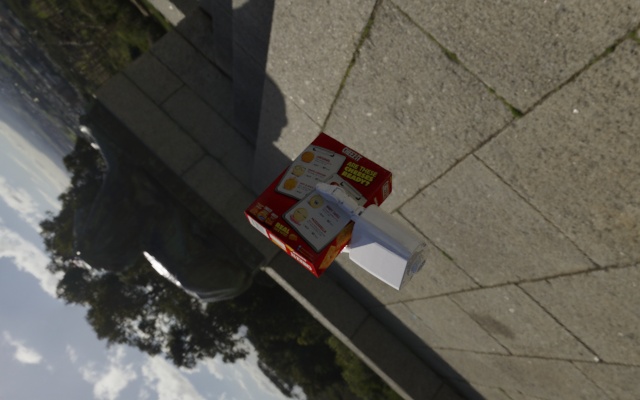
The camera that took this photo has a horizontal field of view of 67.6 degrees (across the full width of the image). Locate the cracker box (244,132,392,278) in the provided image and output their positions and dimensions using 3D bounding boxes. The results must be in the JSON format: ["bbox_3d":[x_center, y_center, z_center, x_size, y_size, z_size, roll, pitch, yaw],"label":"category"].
[{"bbox_3d":[0.000,0.003,0.849,0.164,0.213,0.072,34,-20,25],"label":"cracker box"}]
